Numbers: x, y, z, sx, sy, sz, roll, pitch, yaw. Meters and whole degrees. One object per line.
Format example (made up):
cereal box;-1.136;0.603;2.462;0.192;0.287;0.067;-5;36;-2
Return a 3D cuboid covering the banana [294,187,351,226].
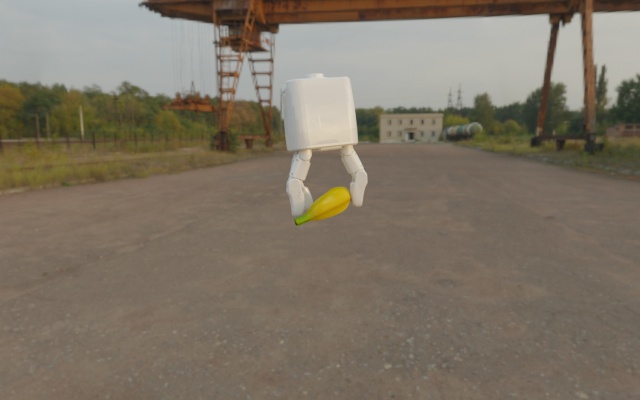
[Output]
banana;0.017;0.000;0.781;0.069;0.037;0.198;-10;6;17
